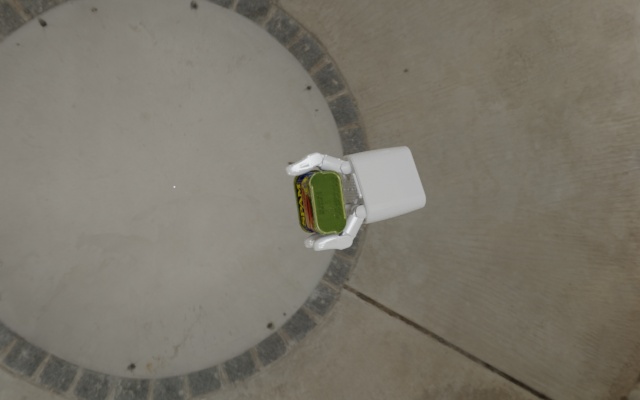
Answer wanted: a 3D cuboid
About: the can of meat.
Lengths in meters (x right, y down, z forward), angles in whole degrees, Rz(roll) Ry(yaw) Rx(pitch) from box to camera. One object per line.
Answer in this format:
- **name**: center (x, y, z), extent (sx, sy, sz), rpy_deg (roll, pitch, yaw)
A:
- **can of meat**: center (0.000, 0.002, 0.744), extent (0.057, 0.102, 0.084), rpy_deg (-10, 4, -17)
